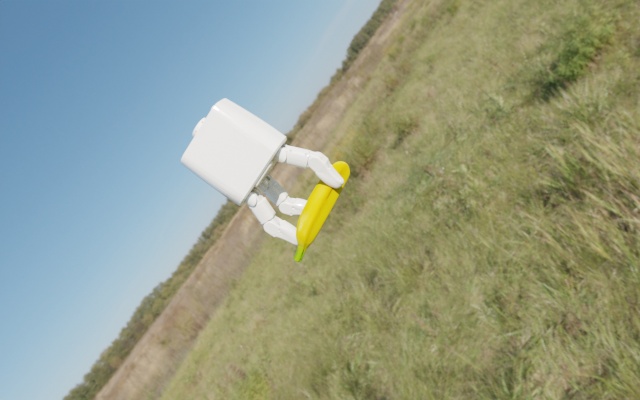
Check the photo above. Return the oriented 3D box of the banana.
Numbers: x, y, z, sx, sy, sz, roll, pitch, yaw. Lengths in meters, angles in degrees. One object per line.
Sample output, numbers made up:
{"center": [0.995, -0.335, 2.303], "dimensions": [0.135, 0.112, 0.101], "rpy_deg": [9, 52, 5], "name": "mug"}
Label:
{"center": [0.005, -0.005, 0.702], "dimensions": [0.037, 0.197, 0.070], "rpy_deg": [31, -37, -1], "name": "banana"}
